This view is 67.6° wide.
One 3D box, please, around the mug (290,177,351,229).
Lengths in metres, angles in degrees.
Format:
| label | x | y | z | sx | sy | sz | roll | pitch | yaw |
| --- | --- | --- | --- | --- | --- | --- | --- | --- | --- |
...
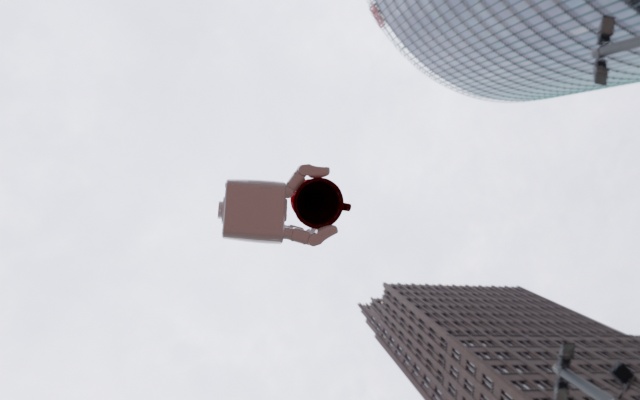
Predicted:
| label | x | y | z | sx | sy | sz | roll | pitch | yaw |
| --- | --- | --- | --- | --- | --- | --- | --- | --- | --- |
| mug | 0.002 | 0.003 | 0.899 | 0.117 | 0.093 | 0.081 | 7 | 4 | -13 |
